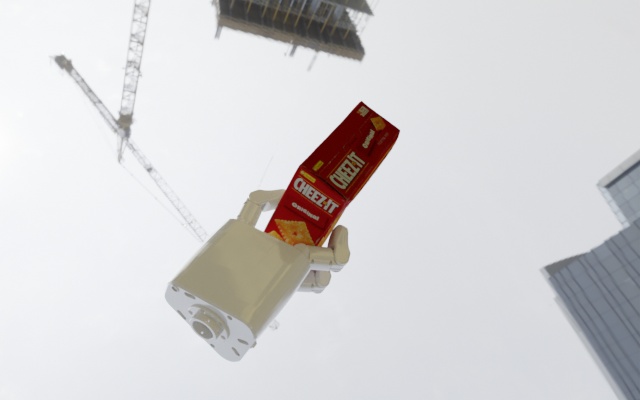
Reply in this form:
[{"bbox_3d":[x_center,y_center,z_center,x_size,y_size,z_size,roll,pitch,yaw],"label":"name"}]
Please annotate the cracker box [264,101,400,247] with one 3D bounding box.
[{"bbox_3d":[0.000,0.002,0.606,0.164,0.072,0.214,-52,-3,-45],"label":"cracker box"}]
